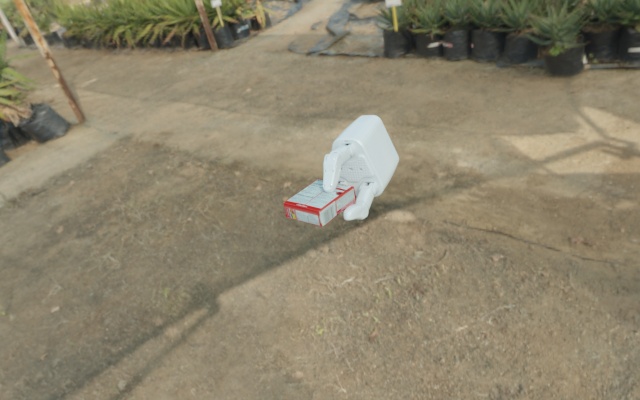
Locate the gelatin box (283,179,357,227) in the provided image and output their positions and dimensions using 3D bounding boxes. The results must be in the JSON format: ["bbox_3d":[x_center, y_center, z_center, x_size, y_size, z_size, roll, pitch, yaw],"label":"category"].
[{"bbox_3d":[0.000,0.002,0.729,0.073,0.030,0.089,13,35,38],"label":"gelatin box"}]
